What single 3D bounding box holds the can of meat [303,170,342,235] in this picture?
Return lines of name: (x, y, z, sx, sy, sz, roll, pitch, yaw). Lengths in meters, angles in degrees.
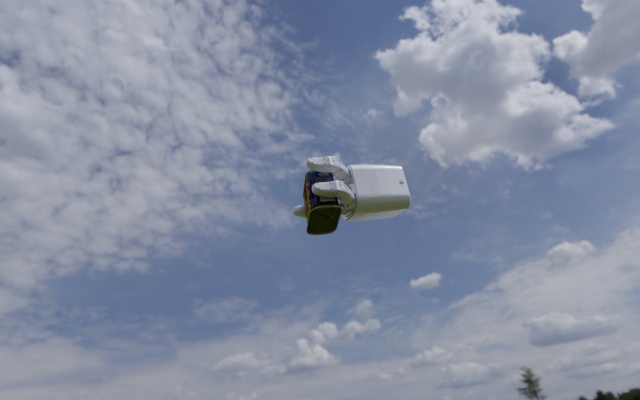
can of meat: (0.000, 0.003, 0.880, 0.057, 0.084, 0.102, -4, -31, -9)
